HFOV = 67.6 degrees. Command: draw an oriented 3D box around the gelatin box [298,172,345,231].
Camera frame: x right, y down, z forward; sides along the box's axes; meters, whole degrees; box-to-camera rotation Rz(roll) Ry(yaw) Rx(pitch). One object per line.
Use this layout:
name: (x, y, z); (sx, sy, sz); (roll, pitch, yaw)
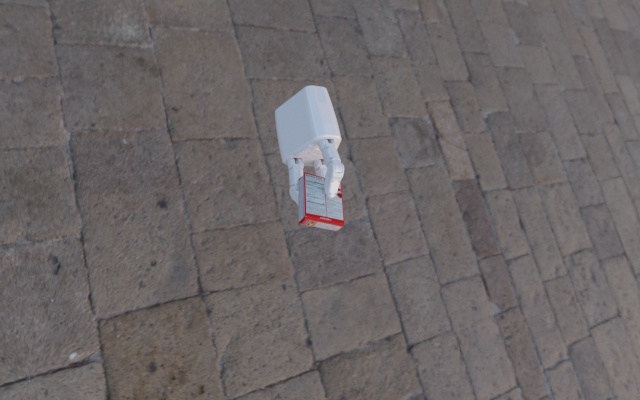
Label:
gelatin box: (0.000, 0.003, 0.804); (0.073, 0.089, 0.030); (13, -35, -24)
